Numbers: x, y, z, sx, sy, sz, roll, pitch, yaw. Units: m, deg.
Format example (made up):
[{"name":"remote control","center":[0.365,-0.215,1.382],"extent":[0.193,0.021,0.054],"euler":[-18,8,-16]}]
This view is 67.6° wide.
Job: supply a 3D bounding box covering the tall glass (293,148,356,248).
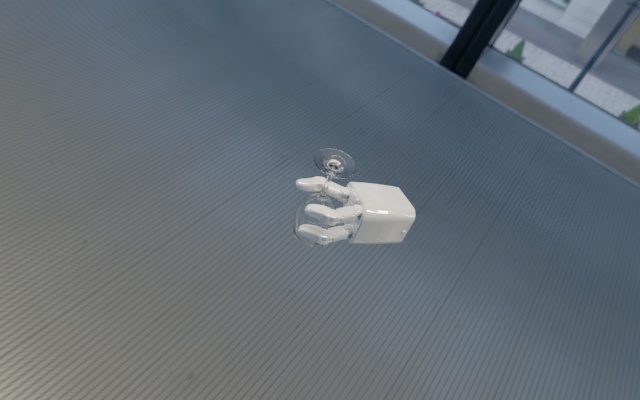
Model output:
[{"name":"tall glass","center":[0.000,0.002,0.882],"extent":[0.079,0.079,0.201],"euler":[0,-42,-20]}]
